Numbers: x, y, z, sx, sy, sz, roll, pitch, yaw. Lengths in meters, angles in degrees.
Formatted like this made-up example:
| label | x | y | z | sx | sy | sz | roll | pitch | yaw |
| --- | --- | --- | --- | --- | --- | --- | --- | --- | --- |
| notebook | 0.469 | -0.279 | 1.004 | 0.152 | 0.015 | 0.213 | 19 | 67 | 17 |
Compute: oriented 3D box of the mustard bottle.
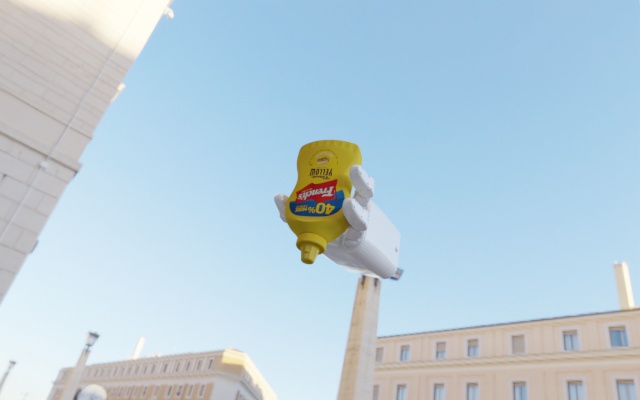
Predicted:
| label | x | y | z | sx | sy | sz | roll | pitch | yaw |
| --- | --- | --- | --- | --- | --- | --- | --- | --- | --- |
| mustard bottle | 0.000 | 0.002 | 0.678 | 0.096 | 0.191 | 0.058 | 2 | -33 | 16 |
